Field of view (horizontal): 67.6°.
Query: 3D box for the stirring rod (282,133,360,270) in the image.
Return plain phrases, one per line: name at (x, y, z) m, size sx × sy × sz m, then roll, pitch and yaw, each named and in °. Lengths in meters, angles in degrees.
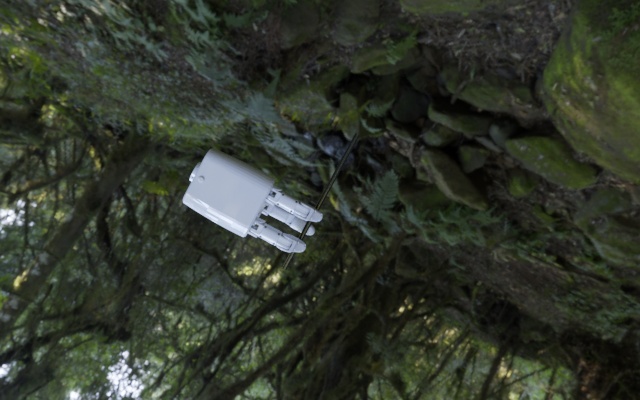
stirring rod at (0.000, 0.002, 0.750) m, size 0.011 × 0.239 × 0.011 m, roll 29°, pitch 3°, yaw -2°
